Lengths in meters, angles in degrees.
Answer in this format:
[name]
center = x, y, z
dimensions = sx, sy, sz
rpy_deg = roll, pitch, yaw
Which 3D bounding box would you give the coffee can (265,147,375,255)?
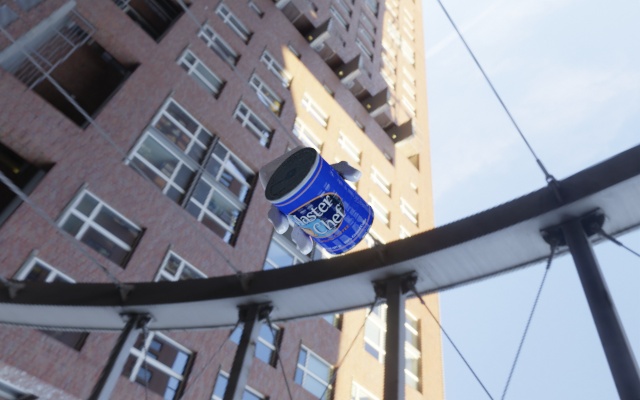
[coffee can]
center = 0.000, 0.002, 0.728
dimensions = 0.140, 0.102, 0.103
rpy_deg = 43, -24, -27
